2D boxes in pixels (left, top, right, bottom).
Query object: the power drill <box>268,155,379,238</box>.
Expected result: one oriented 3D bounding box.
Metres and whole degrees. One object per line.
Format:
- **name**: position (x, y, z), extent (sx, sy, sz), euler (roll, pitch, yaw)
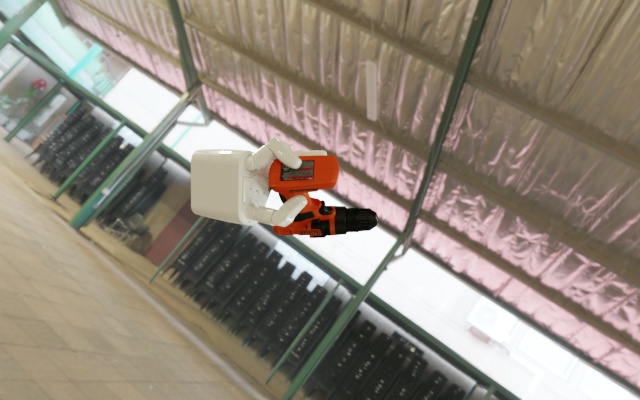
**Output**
- **power drill**: position (0.000, 0.002, 0.769), extent (0.184, 0.057, 0.188), euler (-4, -32, 5)
